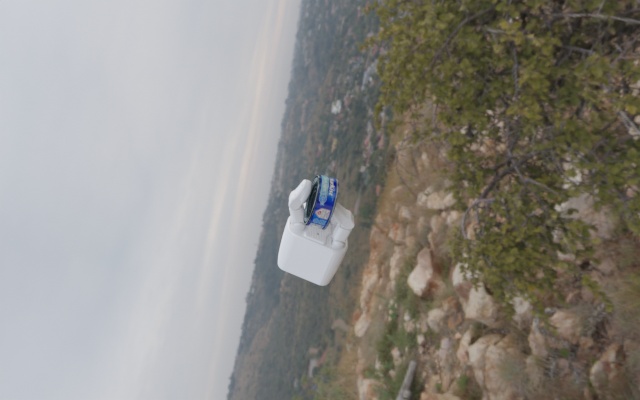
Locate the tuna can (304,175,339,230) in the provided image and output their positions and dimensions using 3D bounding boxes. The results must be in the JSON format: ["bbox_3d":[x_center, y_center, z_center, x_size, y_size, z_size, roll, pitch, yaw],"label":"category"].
[{"bbox_3d":[0.000,0.002,0.771,0.034,0.086,0.086,15,-3,-11],"label":"tuna can"}]
